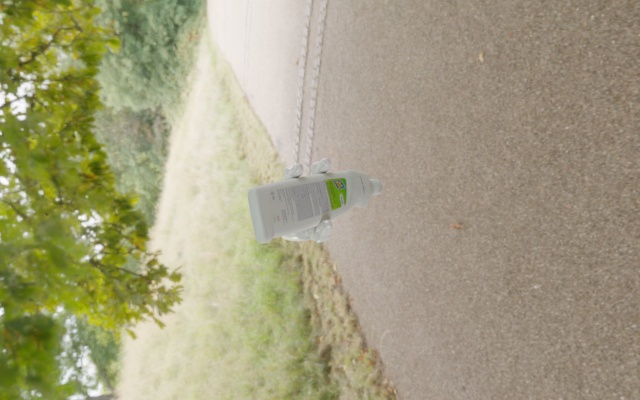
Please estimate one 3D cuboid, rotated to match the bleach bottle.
[{"bbox_3d":[0.000,0.003,0.869,0.251,0.102,0.068,-11,1,-23],"label":"bleach bottle"}]
